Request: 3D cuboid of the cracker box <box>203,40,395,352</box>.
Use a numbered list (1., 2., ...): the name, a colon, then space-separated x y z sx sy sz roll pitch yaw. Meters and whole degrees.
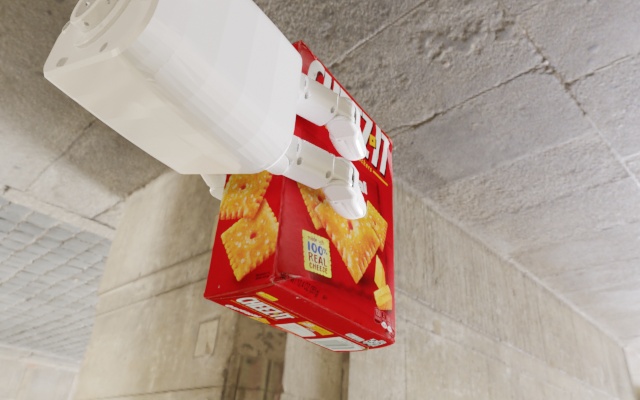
1. cracker box: 0.000 0.002 0.403 0.072 0.213 0.164 -16 -36 31
